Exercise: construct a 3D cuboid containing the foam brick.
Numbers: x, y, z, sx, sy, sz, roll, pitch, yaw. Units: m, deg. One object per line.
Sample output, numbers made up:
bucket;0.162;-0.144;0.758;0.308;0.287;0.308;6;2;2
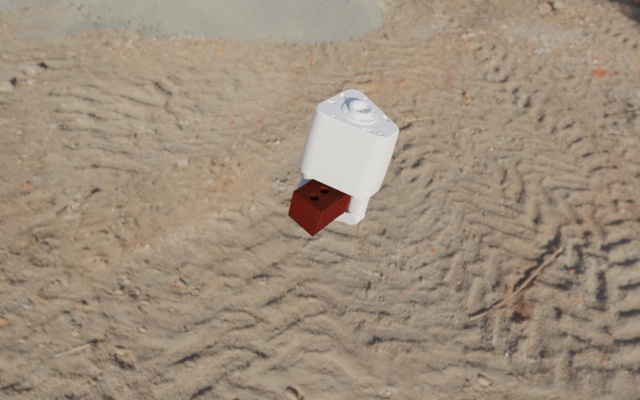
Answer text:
foam brick;0.000;0.002;0.685;0.053;0.051;0.078;38;48;20
